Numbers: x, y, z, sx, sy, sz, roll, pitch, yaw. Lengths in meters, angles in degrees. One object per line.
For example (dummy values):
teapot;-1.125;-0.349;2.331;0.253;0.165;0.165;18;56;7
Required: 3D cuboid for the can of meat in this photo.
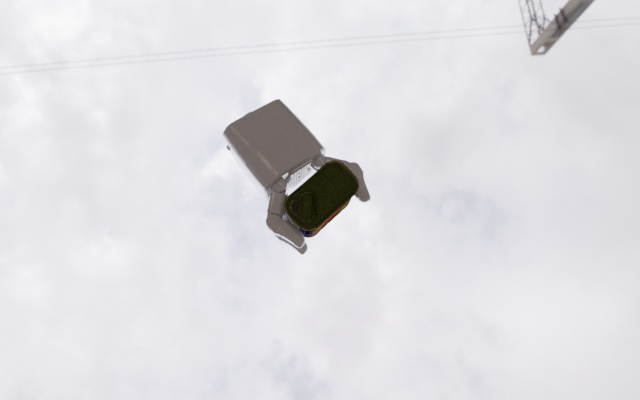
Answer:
can of meat;0.000;0.002;0.663;0.102;0.057;0.084;-41;-8;-11
